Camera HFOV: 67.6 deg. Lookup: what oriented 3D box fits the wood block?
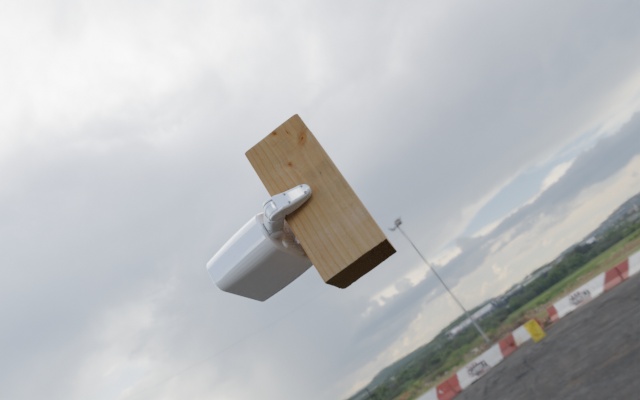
[{"bbox_3d":[0.000,0.002,0.624,0.090,0.206,0.091,-36,-22,6],"label":"wood block"}]
